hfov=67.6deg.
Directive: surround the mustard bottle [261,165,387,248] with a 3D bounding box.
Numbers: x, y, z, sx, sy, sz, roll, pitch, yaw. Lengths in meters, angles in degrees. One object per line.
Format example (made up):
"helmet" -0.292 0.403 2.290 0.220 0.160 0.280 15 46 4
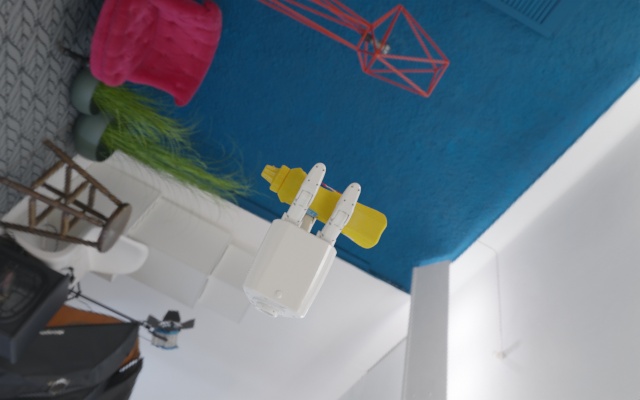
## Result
"mustard bottle" 0.000 0.002 0.707 0.191 0.058 0.096 29 -1 -5
